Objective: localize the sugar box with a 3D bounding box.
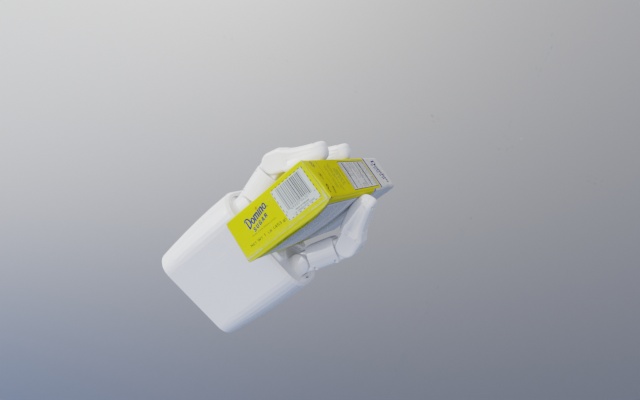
[{"bbox_3d":[0.000,0.001,0.454,0.093,0.048,0.176,-37,-8,22],"label":"sugar box"}]
